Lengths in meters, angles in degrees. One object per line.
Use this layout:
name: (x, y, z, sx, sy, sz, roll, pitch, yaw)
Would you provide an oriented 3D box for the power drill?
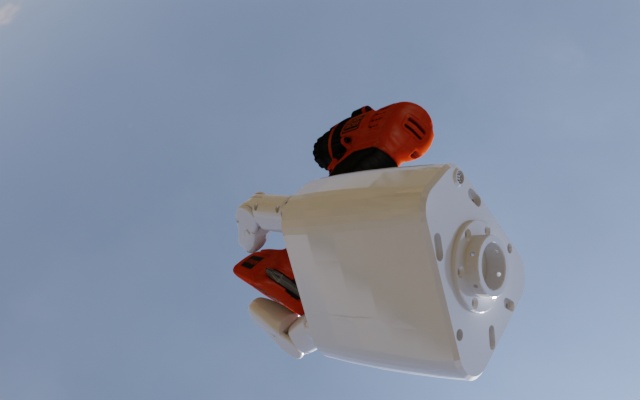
power drill: (0.000, 0.002, 0.422, 0.057, 0.187, 0.184, 36, -13, -15)
